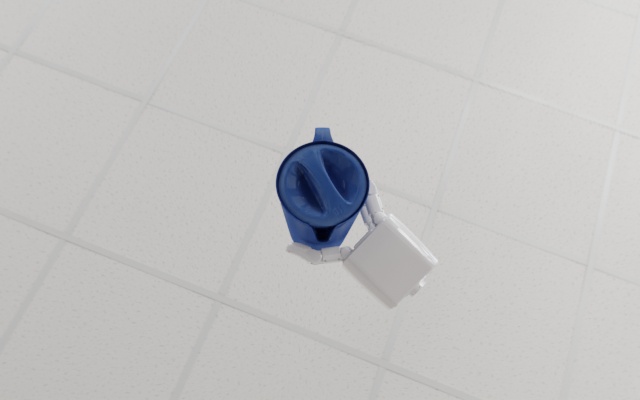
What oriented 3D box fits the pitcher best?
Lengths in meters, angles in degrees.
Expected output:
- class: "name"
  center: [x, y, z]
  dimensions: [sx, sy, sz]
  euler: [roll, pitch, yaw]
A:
- class: "pitcher"
  center: [0.000, 0.003, 0.785]
  dimensions: [0.145, 0.149, 0.243]
  euler: [42, -16, 12]
